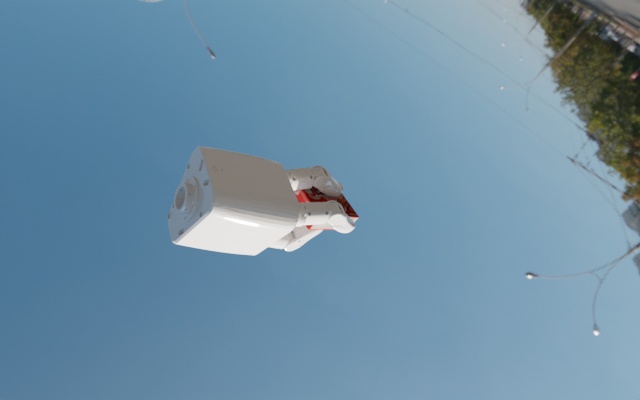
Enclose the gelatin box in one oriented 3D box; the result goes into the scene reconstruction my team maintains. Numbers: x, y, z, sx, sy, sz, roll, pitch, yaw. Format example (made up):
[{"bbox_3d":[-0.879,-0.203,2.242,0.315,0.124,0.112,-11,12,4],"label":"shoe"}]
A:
[{"bbox_3d":[0.000,0.002,0.627,0.089,0.073,0.030,5,-46,-52],"label":"gelatin box"}]
